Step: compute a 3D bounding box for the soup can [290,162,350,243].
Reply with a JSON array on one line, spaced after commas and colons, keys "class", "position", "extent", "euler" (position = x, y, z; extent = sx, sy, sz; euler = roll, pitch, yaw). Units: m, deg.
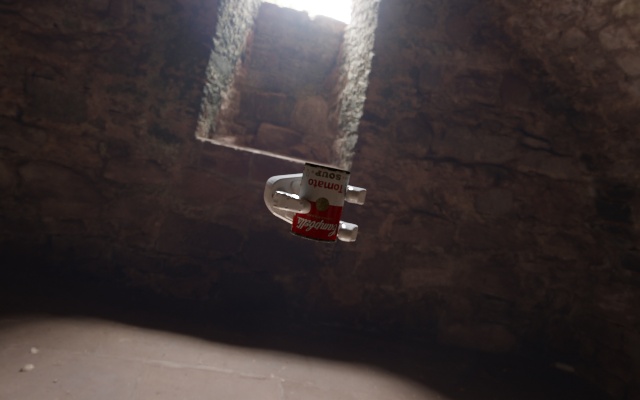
[{"class": "soup can", "position": [0.000, 0.002, 0.675], "extent": [0.068, 0.102, 0.068], "euler": [12, 4, -1]}]
